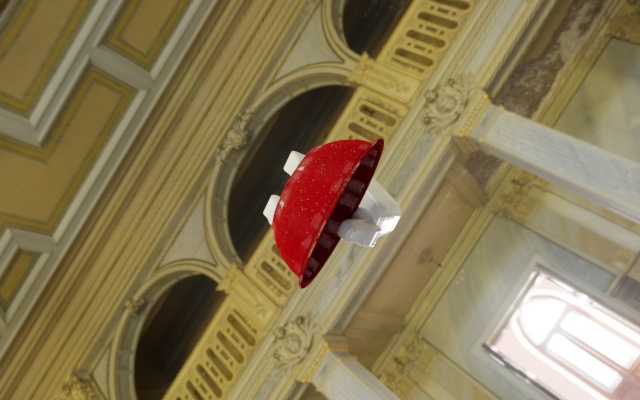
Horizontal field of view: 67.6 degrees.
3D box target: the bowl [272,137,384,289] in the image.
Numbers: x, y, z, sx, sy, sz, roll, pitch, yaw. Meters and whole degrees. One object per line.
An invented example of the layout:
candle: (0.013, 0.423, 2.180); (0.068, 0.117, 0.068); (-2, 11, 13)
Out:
bowl: (0.000, 0.001, 0.459); (0.055, 0.162, 0.162); (28, 5, 10)
